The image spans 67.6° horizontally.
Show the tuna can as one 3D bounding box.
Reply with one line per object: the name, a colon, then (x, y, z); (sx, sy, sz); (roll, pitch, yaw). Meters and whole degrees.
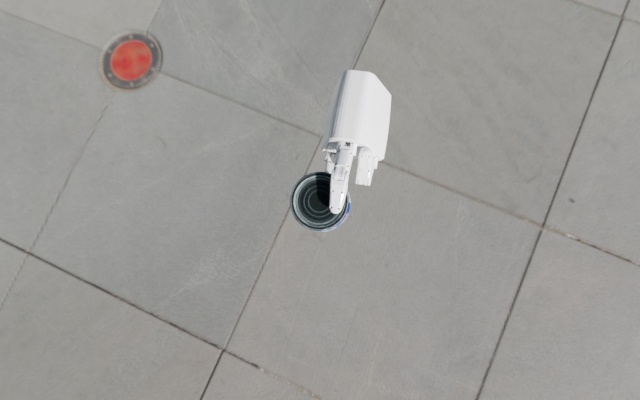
tuna can: (0.000, 0.002, 0.683); (0.086, 0.086, 0.034); (0, -5, 6)
